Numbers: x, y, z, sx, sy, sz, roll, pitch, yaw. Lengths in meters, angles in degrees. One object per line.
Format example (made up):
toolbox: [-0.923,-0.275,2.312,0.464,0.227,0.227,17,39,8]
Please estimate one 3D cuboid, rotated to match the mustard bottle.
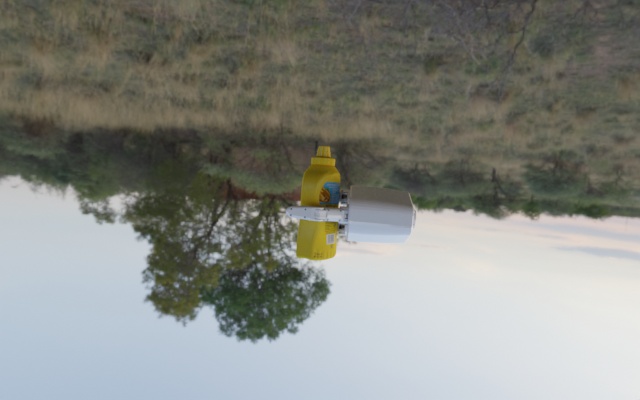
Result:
mustard bottle: [0.000,0.003,0.817,0.058,0.191,0.096,6,3,28]
